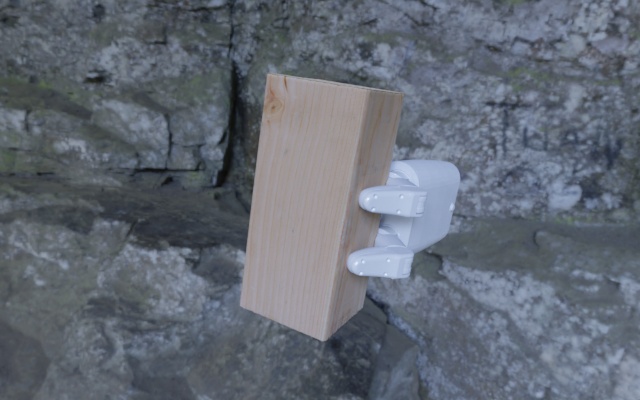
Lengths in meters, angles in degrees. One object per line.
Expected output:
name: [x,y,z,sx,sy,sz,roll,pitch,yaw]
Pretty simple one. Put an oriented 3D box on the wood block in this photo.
wood block: [0.000,0.001,0.422,0.091,0.206,0.090,16,16,25]
